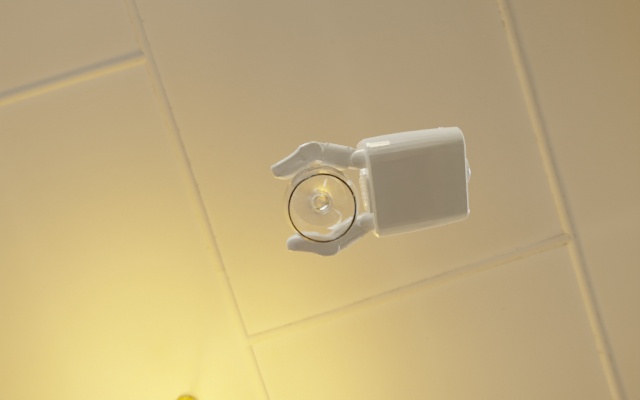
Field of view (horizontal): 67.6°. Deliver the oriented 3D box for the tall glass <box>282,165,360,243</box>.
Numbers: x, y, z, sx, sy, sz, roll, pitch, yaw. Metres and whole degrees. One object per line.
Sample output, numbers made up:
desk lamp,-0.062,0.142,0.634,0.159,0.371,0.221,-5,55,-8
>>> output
tall glass,0.000,0.002,0.521,0.079,0.079,0.201,0,3,-1
